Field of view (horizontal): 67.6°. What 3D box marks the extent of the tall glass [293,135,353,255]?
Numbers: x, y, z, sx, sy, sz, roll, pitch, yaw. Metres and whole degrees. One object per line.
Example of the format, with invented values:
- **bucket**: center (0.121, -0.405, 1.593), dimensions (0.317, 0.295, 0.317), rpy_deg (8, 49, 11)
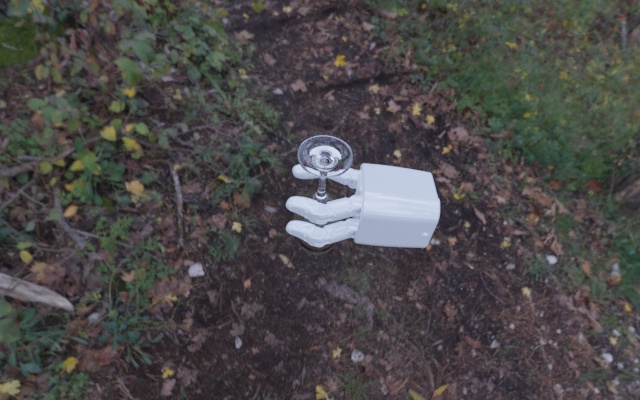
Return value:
- **tall glass**: center (0.000, 0.002, 0.701), dimensions (0.079, 0.079, 0.201), rpy_deg (0, -38, -5)
